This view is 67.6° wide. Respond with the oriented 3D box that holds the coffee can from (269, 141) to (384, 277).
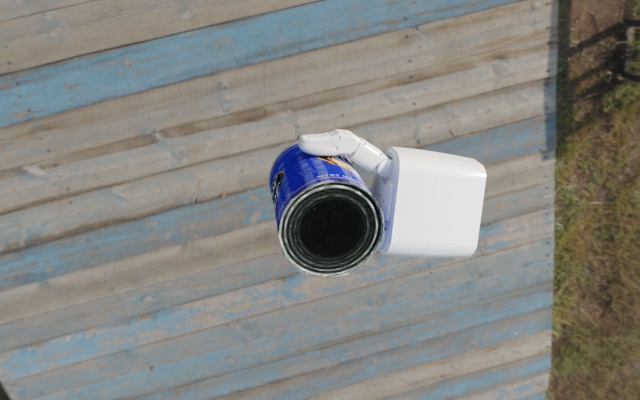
[{"bbox_3d":[0.000,0.002,0.513,0.103,0.103,0.140,0,23,-10],"label":"coffee can"}]
